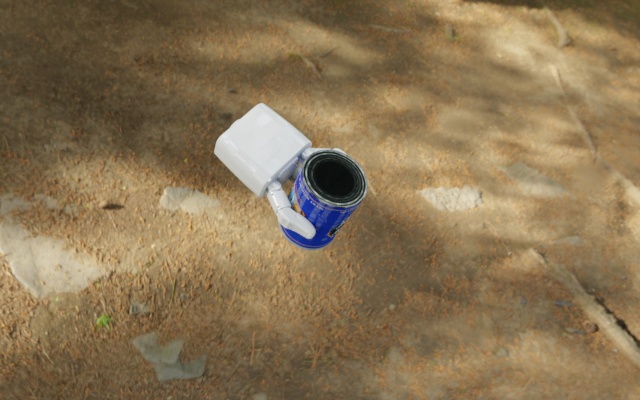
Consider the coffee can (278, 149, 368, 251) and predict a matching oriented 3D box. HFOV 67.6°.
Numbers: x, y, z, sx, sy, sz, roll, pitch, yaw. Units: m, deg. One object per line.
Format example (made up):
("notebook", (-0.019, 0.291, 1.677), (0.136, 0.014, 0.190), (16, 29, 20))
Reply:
("coffee can", (0.000, 0.003, 0.749), (0.103, 0.102, 0.140), (0, -31, -22))
